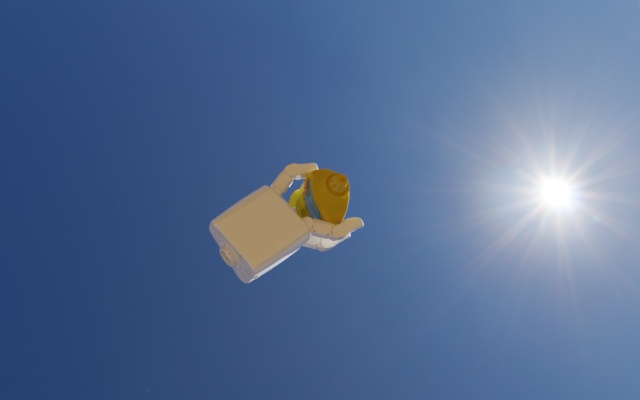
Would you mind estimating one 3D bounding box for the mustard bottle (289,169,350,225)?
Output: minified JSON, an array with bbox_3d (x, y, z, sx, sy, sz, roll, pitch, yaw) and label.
[{"bbox_3d":[0.000,0.003,0.775,0.058,0.096,0.192,-9,-17,-23],"label":"mustard bottle"}]
